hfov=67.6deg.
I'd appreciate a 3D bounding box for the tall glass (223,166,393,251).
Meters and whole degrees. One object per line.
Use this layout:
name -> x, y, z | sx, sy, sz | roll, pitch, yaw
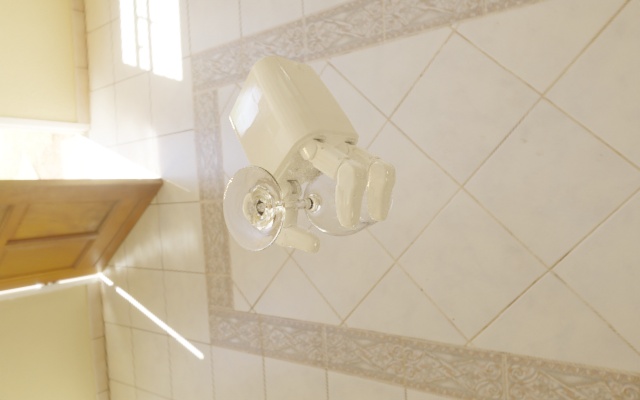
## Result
tall glass -> 0.000, 0.002, 0.492 | 0.079, 0.079, 0.201 | 0, 3, 37
